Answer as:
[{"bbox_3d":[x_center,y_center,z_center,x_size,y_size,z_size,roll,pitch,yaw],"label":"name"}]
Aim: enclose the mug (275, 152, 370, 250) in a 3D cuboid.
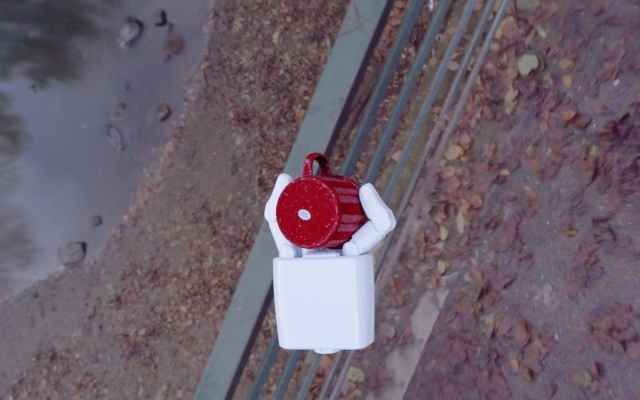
[{"bbox_3d":[0.000,0.000,0.557,0.093,0.117,0.081,-5,-3,25],"label":"mug"}]
